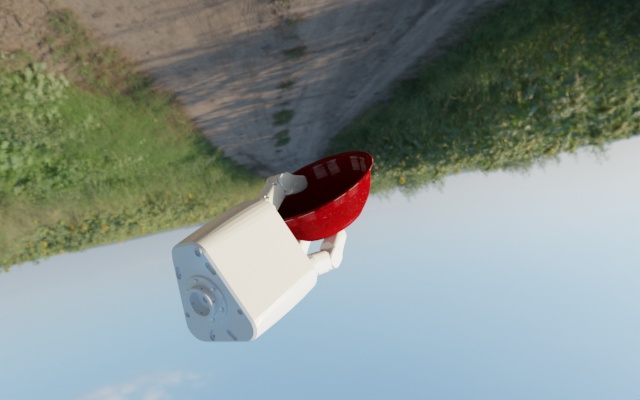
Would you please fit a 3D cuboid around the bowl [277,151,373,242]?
[{"bbox_3d":[0.001,0.002,0.593,0.162,0.055,0.162,-24,22,10],"label":"bowl"}]
